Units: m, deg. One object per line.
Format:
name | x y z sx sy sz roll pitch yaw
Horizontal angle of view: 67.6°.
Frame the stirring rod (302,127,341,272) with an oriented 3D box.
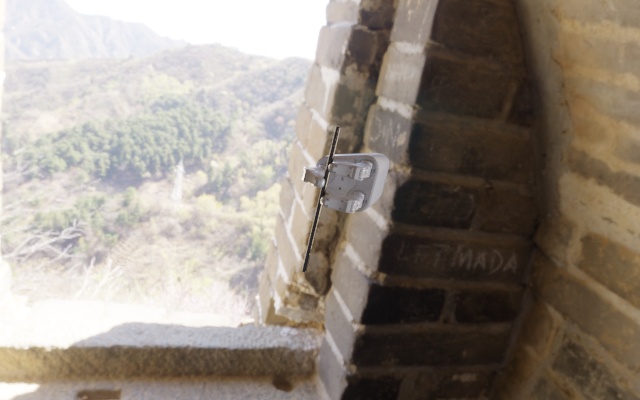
stirring rod | 0.000 0.003 0.753 0.011 0.239 0.011 13 14 -3
